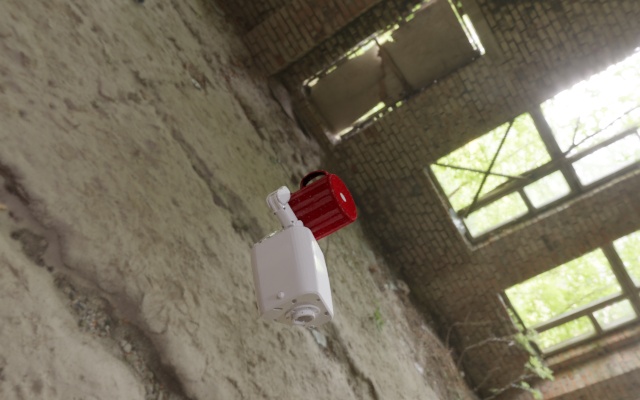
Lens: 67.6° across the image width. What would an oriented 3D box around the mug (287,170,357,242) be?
[{"bbox_3d":[0.000,0.001,0.737,0.081,0.117,0.093,-28,-40,19],"label":"mug"}]
